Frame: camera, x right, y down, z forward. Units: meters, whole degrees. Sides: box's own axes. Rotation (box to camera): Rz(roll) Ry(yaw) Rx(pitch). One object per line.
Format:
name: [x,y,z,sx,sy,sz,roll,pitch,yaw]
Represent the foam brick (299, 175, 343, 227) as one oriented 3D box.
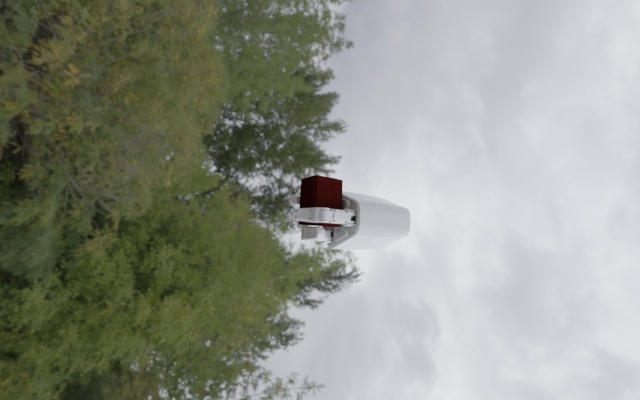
foam brick: [0.000,0.002,0.772,0.051,0.078,0.053,6,-6,-28]
